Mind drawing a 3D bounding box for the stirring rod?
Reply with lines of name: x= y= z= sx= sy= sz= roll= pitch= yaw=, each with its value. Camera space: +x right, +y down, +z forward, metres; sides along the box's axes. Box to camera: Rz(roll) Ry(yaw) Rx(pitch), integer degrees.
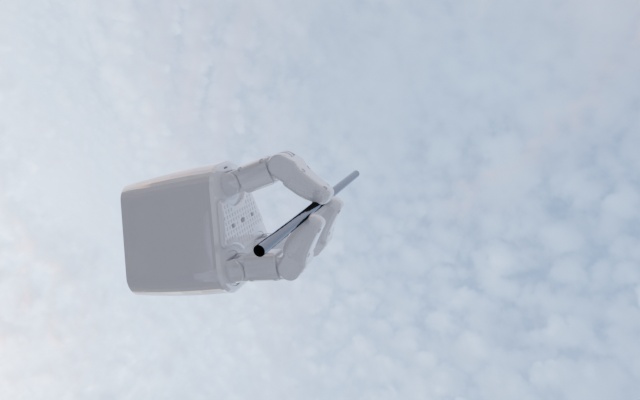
stirring rod: x=0.000 y=0.001 z=0.407 sx=0.011 sy=0.011 sz=0.239 roll=0 pitch=15 yaw=19
